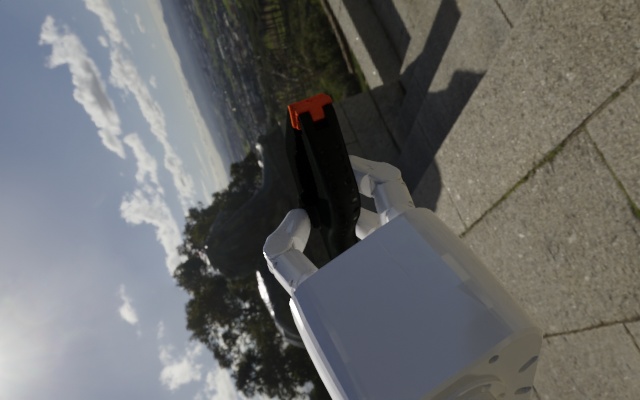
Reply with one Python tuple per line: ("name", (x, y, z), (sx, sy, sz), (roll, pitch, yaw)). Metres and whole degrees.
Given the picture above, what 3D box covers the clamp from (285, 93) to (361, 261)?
("clamp", (-0.001, 0.001, 0.402), (0.036, 0.210, 0.164), (-23, 40, -14))
